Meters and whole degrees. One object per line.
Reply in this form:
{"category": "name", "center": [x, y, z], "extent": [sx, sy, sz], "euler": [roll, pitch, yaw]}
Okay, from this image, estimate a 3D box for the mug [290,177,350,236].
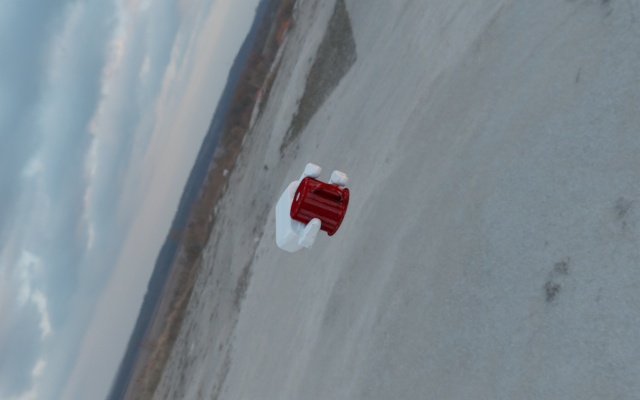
{"category": "mug", "center": [0.000, 0.002, 0.842], "extent": [0.081, 0.093, 0.117], "euler": [20, -28, -13]}
